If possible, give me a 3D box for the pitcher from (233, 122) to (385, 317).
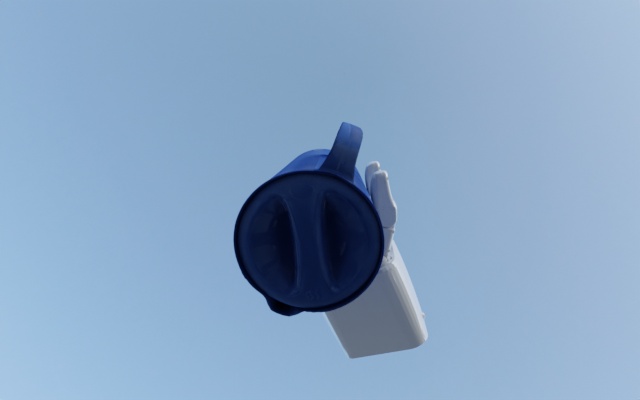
[{"bbox_3d":[0.000,0.002,0.526,0.149,0.145,0.242,-24,12,9],"label":"pitcher"}]
